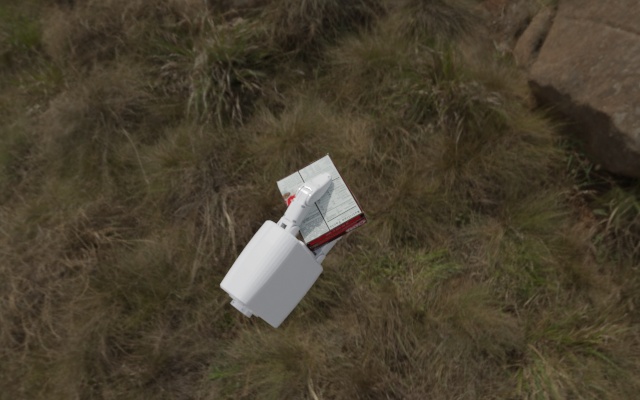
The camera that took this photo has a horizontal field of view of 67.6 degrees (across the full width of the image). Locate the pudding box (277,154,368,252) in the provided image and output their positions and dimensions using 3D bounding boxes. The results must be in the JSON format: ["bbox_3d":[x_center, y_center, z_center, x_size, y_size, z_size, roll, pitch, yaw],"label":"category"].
[{"bbox_3d":[0.000,0.002,0.665,0.090,0.113,0.039,-28,-26,0],"label":"pudding box"}]
